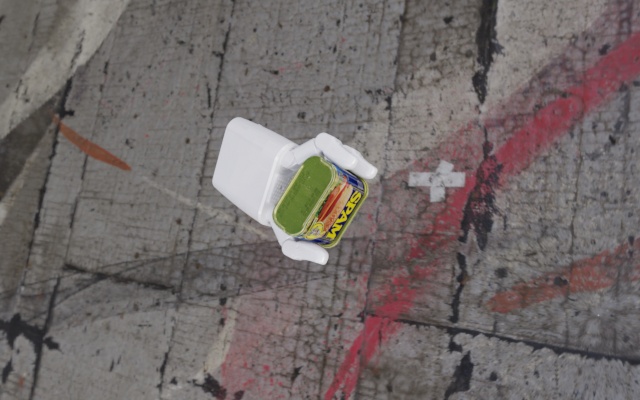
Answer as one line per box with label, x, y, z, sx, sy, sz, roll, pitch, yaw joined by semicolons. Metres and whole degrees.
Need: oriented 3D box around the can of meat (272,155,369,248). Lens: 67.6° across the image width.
can of meat;0.000;0.002;0.578;0.057;0.102;0.084;36;7;32
